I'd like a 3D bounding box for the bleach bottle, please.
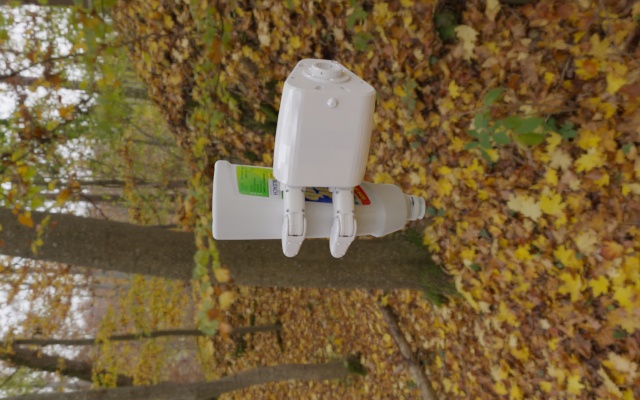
[{"bbox_3d":[0.000,0.002,0.574,0.251,0.068,0.102,1,33,-11],"label":"bleach bottle"}]
